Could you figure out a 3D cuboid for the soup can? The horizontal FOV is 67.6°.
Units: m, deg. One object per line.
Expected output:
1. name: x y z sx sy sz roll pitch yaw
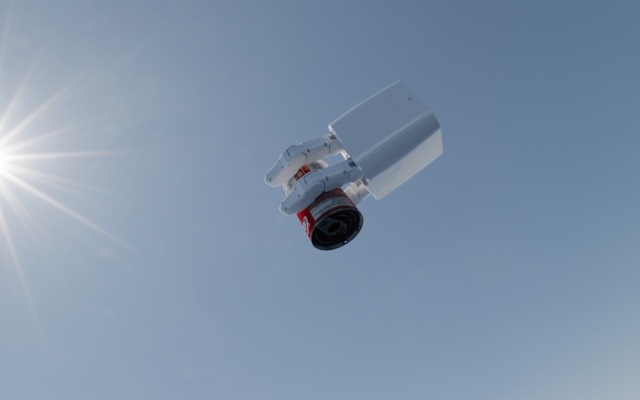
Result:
1. soup can: 0.000 0.002 0.590 0.068 0.068 0.102 0 41 -32
